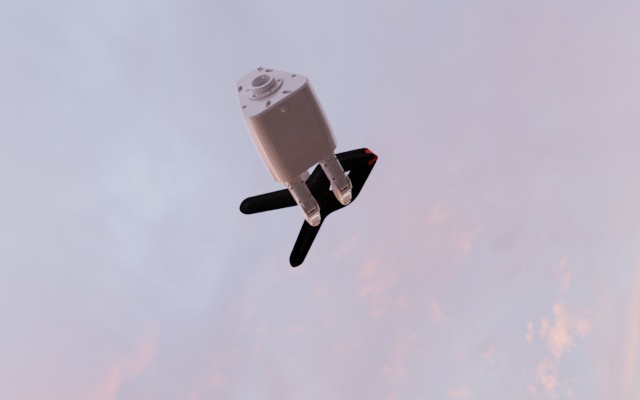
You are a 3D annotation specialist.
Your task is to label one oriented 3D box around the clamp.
[{"bbox_3d":[0.000,0.001,0.705,0.210,0.165,0.036,-35,46,-10],"label":"clamp"}]
